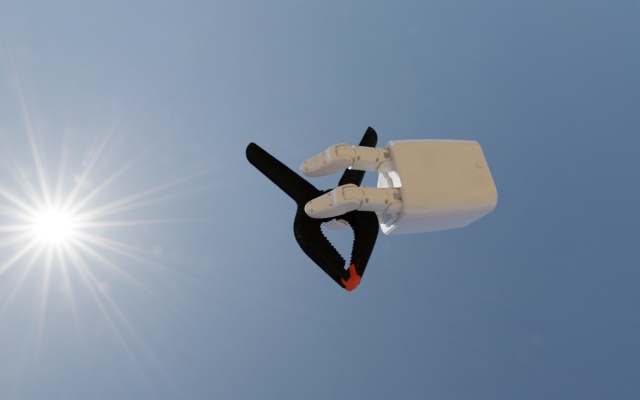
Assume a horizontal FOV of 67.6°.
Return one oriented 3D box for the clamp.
[{"bbox_3d":[0.000,0.003,0.543,0.164,0.209,0.036,-4,-33,-6],"label":"clamp"}]
